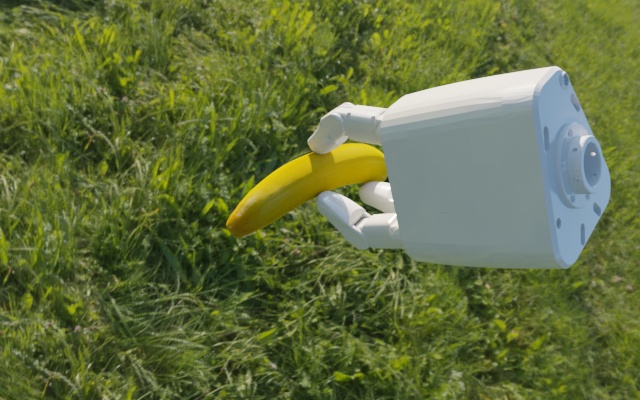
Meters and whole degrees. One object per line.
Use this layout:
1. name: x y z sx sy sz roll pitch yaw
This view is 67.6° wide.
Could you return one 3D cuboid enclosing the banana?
1. banana: 0.006 -0.016 0.427 0.198 0.070 0.037 -13 34 -42
